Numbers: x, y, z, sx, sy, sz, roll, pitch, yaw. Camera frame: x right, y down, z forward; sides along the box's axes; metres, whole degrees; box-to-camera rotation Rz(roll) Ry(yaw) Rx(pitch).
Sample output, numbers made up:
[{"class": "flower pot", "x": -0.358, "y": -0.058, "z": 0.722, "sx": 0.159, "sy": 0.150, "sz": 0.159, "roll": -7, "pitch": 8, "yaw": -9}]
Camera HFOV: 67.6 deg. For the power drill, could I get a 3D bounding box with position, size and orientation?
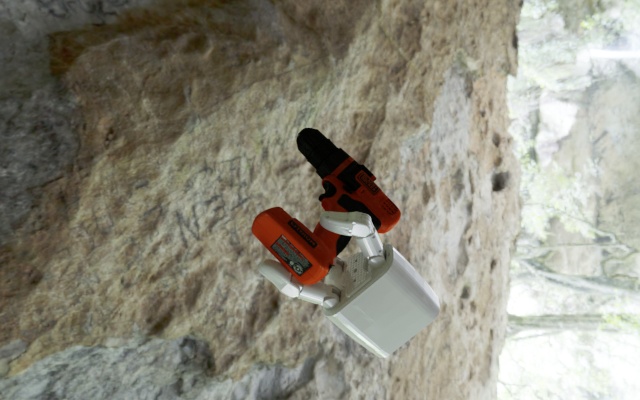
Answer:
[{"class": "power drill", "x": 0.000, "y": 0.002, "z": 0.611, "sx": 0.187, "sy": 0.184, "sz": 0.057, "roll": -42, "pitch": -6, "yaw": -42}]
